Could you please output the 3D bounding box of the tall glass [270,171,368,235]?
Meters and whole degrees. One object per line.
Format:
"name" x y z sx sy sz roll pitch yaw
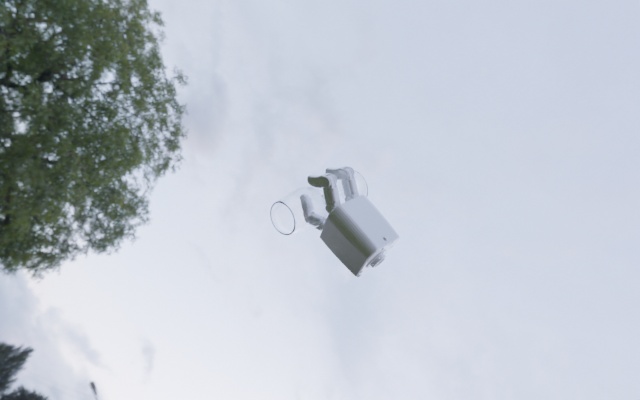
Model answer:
"tall glass" 0.000 0.003 0.892 0.079 0.079 0.201 0 16 44
